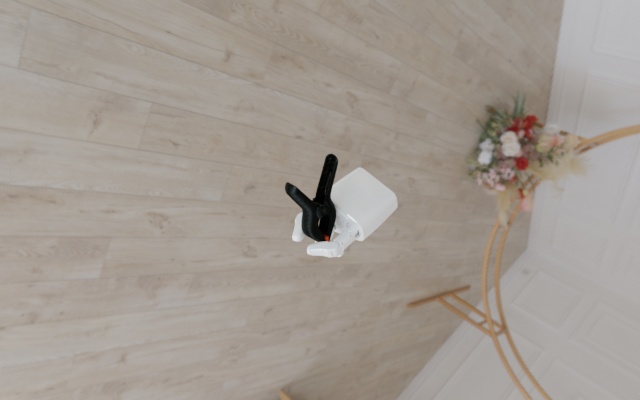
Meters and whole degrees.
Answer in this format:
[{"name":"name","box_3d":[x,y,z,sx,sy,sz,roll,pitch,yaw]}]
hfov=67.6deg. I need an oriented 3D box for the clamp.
[{"name":"clamp","box_3d":[0.001,0.003,0.851,0.120,0.172,0.039,-39,48,-24]}]
